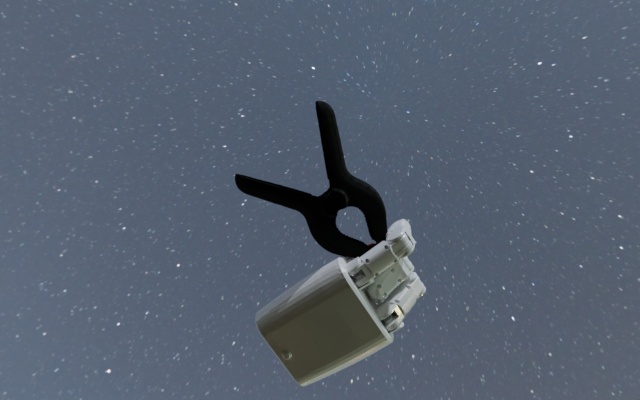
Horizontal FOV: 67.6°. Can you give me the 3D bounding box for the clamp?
[{"bbox_3d":[0.000,0.002,0.480,0.120,0.171,0.039,-33,5,7],"label":"clamp"}]
